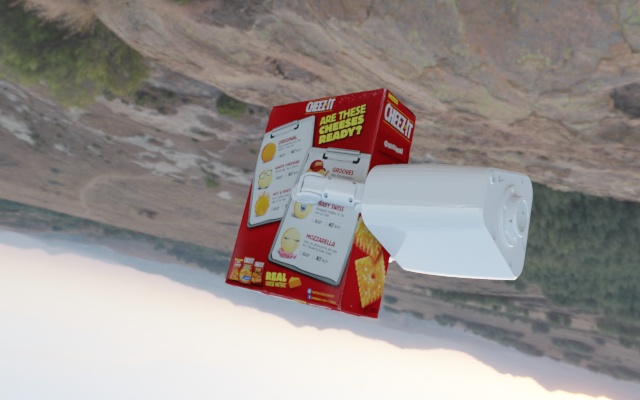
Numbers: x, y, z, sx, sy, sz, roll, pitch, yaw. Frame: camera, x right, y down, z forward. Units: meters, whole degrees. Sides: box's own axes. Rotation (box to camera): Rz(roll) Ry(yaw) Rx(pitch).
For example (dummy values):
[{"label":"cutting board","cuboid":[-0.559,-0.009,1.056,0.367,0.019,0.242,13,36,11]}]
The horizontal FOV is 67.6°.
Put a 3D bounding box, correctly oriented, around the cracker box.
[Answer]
[{"label":"cracker box","cuboid":[0.000,0.002,0.506,0.164,0.213,0.072,2,-17,41]}]
